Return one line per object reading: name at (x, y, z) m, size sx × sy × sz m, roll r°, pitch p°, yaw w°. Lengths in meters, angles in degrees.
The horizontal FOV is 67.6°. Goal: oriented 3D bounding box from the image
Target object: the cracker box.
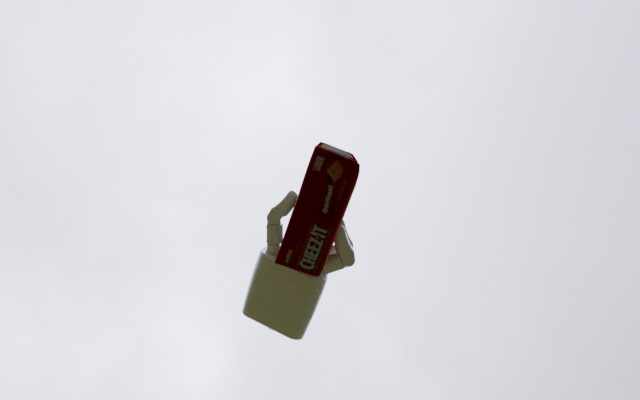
cracker box at (0.000, 0.002, 0.718) m, size 0.072 × 0.164 × 0.213 m, roll 19°, pitch 9°, yaw -2°
